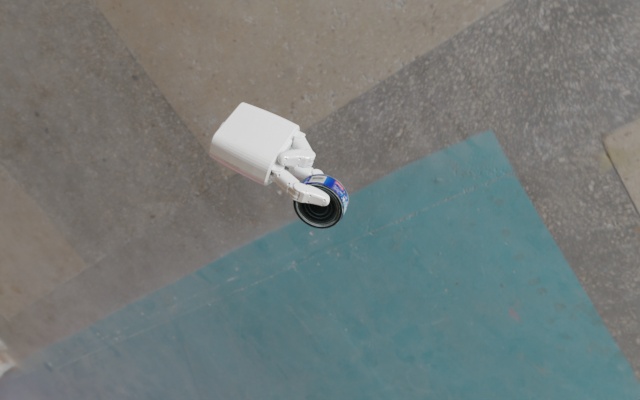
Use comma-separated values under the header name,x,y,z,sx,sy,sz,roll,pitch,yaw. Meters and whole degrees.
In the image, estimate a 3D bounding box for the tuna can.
name,x,y,z,sx,sy,sz,roll,pitch,yaw
tuna can,0.000,0.003,0.764,0.086,0.086,0.033,0,30,19
